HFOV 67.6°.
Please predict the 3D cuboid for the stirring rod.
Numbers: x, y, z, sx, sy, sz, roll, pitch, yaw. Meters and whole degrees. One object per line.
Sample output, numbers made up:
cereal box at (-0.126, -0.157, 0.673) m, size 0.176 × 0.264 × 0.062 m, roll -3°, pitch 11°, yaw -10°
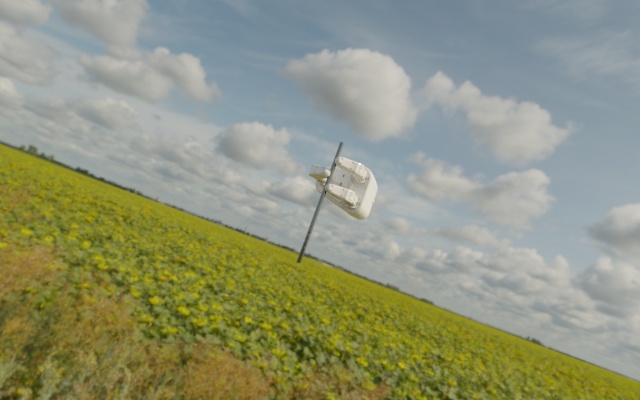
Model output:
stirring rod at (0.000, 0.003, 0.888) m, size 0.011 × 0.239 × 0.011 m, roll 20°, pitch -7°, yaw 2°
